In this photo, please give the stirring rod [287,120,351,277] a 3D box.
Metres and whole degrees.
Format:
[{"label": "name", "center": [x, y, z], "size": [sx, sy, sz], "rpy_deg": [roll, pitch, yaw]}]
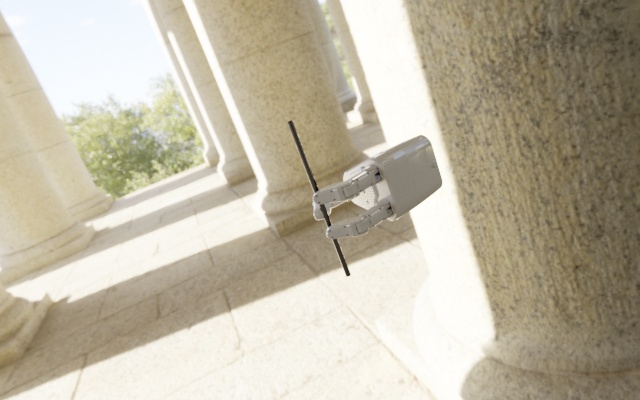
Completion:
[{"label": "stirring rod", "center": [0.000, 0.002, 0.671], "size": [0.011, 0.239, 0.011], "rpy_deg": [-19, 16, 6]}]
